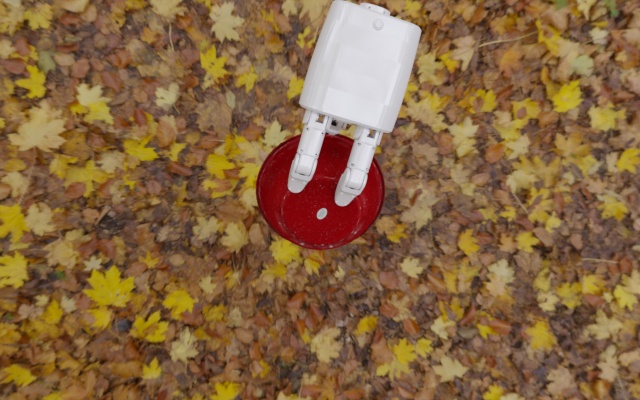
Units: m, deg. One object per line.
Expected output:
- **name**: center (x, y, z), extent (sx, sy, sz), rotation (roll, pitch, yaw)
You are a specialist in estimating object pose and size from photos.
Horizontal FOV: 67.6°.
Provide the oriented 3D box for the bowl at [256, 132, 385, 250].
- **bowl**: center (0.000, 0.003, 0.573), extent (0.162, 0.162, 0.055), rotation (0, 26, 0)
